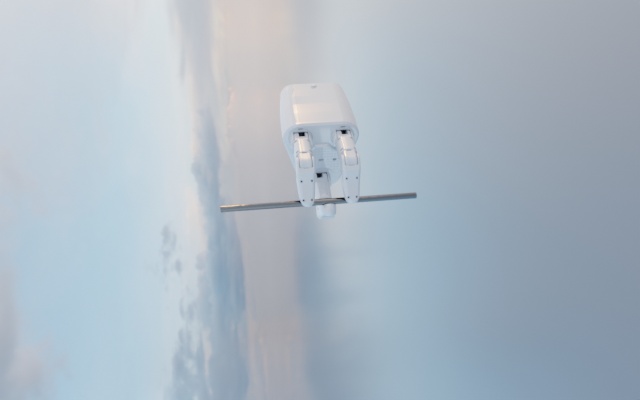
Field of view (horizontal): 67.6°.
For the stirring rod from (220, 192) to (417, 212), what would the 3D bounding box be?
[{"bbox_3d":[0.000,0.002,0.584,0.239,0.011,0.011,-4,0,-7],"label":"stirring rod"}]
